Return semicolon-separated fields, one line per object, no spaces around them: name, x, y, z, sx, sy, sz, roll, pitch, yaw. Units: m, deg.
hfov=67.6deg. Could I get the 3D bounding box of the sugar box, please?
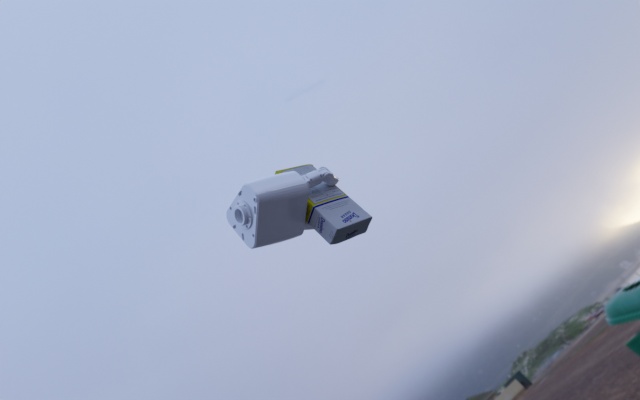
sugar box;0.000;0.003;0.871;0.093;0.048;0.176;-16;50;-41
